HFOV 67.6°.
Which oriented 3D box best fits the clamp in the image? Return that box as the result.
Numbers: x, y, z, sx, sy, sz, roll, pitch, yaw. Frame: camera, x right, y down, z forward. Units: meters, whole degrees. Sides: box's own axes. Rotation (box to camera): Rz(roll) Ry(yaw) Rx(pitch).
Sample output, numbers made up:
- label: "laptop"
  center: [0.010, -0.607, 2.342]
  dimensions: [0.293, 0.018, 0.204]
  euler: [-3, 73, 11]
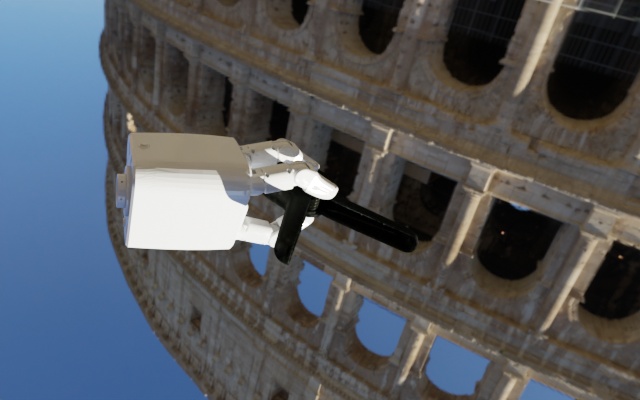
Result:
- label: "clamp"
  center: [-0.001, 0.002, 0.534]
  dimensions: [0.164, 0.036, 0.210]
  euler: [4, 28, -27]
